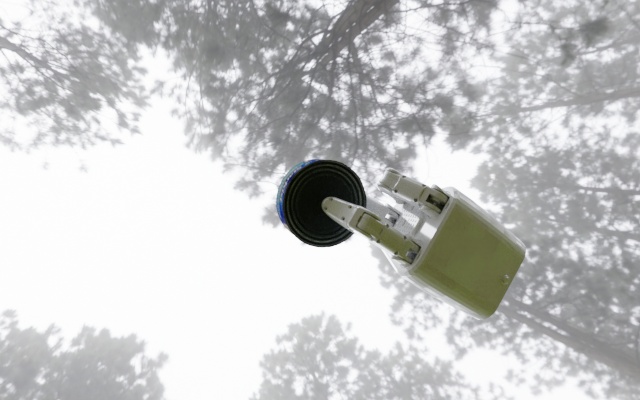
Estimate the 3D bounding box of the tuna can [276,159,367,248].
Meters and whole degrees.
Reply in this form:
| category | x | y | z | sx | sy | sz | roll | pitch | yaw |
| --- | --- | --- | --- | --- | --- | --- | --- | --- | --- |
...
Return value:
| category | x | y | z | sx | sy | sz | roll | pitch | yaw |
| --- | --- | --- | --- | --- | --- | --- | --- | --- | --- |
| tuna can | 0.000 | 0.001 | 0.474 | 0.086 | 0.086 | 0.033 | 0 | 8 | -19 |
